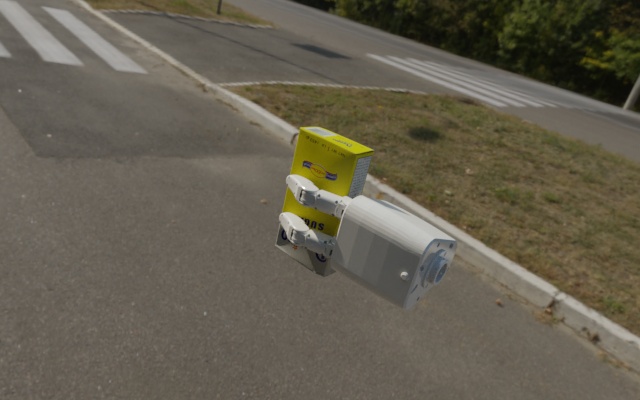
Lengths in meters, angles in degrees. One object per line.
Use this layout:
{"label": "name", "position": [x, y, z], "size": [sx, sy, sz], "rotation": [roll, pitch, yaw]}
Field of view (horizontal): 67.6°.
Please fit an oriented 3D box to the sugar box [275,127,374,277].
{"label": "sugar box", "position": [0.000, 0.002, 0.617], "size": [0.093, 0.176, 0.048], "rotation": [29, 26, 31]}
